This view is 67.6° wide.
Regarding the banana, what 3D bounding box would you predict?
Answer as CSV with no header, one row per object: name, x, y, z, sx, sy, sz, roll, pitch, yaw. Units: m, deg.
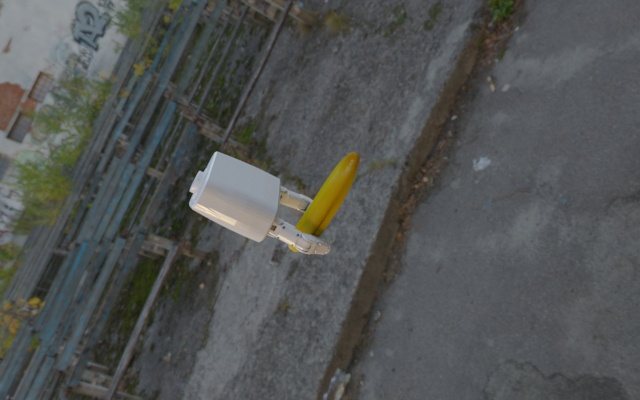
banana,-0.003,0.016,0.702,0.037,0.198,0.069,26,33,-14
